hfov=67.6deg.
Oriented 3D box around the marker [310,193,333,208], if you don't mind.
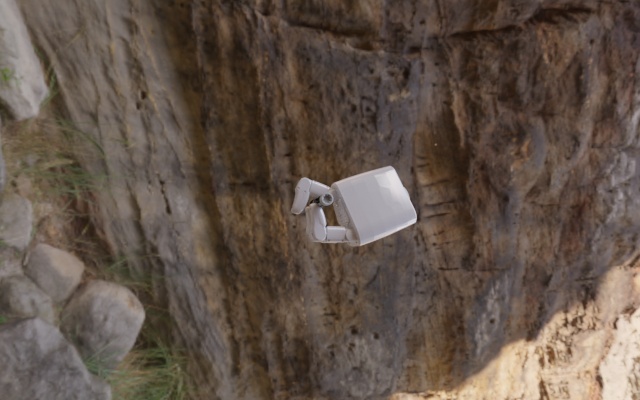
[{"bbox_3d":[0.000,0.003,0.766,0.020,0.020,0.121,0,-5,-9],"label":"marker"}]
